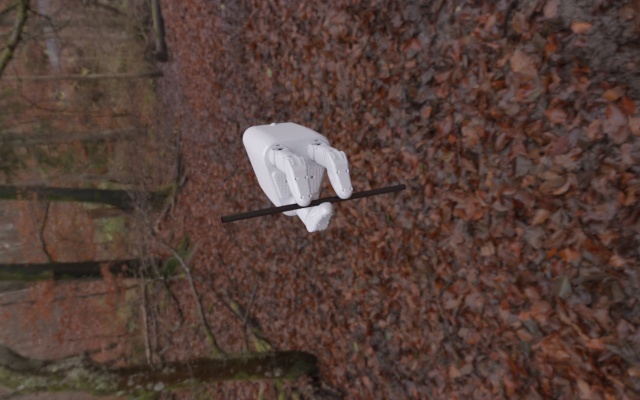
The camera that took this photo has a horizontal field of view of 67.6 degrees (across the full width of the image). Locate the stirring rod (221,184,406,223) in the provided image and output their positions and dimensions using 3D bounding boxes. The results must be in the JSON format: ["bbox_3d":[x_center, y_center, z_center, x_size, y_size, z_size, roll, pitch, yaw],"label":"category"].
[{"bbox_3d":[0.000,0.002,0.575,0.239,0.011,0.011,-10,4,-23],"label":"stirring rod"}]
